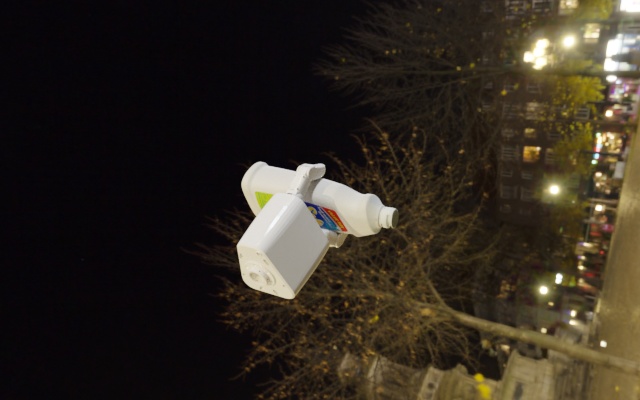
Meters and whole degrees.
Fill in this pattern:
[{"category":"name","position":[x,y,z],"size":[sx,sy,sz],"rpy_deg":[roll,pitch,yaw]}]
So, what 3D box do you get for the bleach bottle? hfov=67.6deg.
[{"category":"bleach bottle","position":[0.000,0.003,0.759],"size":[0.251,0.103,0.068],"rpy_deg":[10,48,29]}]
